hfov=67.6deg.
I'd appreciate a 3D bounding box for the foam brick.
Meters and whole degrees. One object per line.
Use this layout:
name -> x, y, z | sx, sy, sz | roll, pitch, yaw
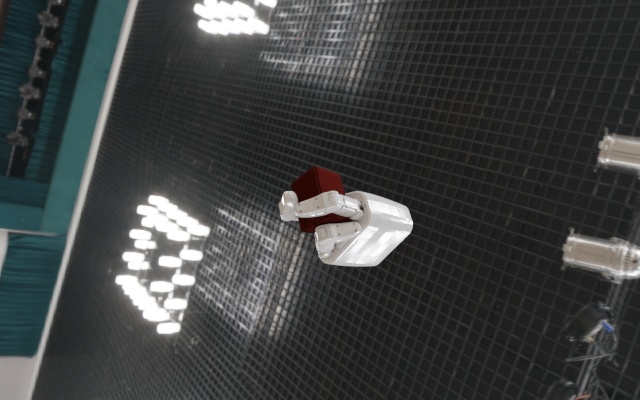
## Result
foam brick -> 0.000, 0.002, 0.662 | 0.051, 0.078, 0.053 | 12, -35, -43
